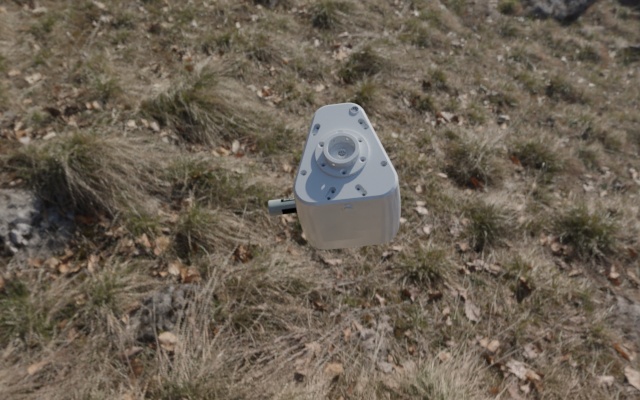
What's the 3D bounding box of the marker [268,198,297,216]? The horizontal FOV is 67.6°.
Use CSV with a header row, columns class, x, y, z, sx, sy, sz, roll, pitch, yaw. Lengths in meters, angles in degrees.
class,x,y,z,sx,sy,sz,roll,pitch,yaw
marker,0.000,0.002,0.554,0.121,0.020,0.020,-7,-1,4
